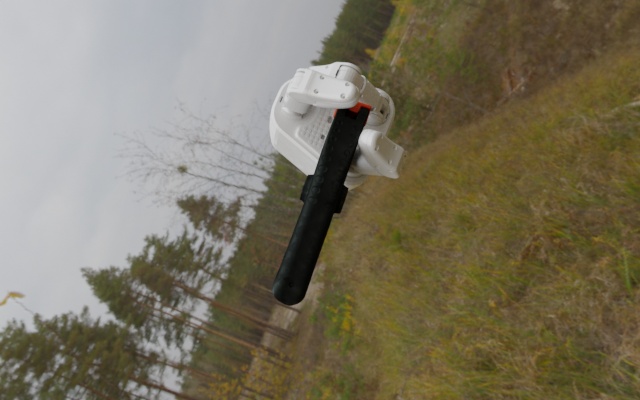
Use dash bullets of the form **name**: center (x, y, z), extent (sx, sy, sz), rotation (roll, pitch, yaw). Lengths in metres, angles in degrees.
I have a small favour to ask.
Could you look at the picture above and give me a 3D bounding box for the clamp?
- **clamp**: center (0.000, 0.001, 0.403), extent (0.039, 0.171, 0.120), rotation (23, -9, -5)
